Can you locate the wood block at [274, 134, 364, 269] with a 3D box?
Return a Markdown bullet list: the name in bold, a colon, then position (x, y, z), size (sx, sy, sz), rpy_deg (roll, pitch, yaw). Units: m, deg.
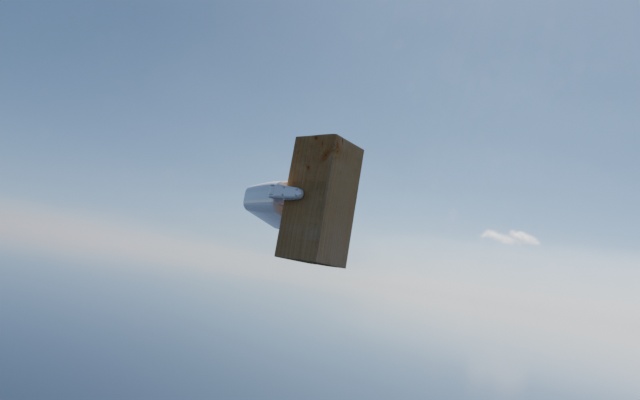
- **wood block**: position (0.000, 0.002, 0.800), size (0.090, 0.206, 0.091), rpy_deg (2, -11, 38)
